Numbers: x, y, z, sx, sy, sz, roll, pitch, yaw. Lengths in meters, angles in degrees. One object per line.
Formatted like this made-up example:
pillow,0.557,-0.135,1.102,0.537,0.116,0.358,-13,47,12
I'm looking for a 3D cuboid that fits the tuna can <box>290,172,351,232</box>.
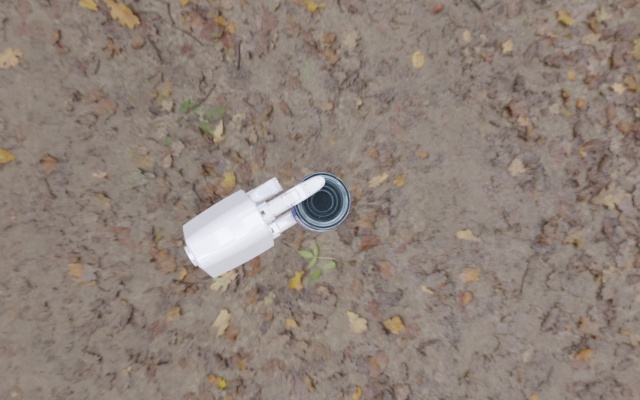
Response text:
tuna can,0.000,0.002,0.694,0.086,0.086,0.034,0,-7,-11
